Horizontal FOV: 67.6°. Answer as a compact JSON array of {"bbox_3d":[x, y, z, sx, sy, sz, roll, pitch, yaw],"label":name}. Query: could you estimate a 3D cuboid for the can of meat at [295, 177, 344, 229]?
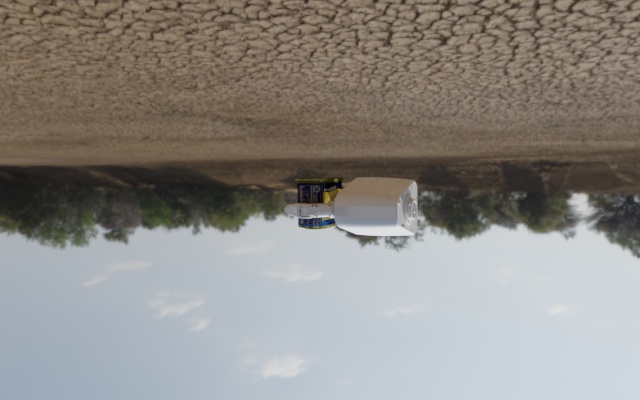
[{"bbox_3d":[0.000,0.003,0.826,0.057,0.084,0.102,1,4,26],"label":"can of meat"}]
